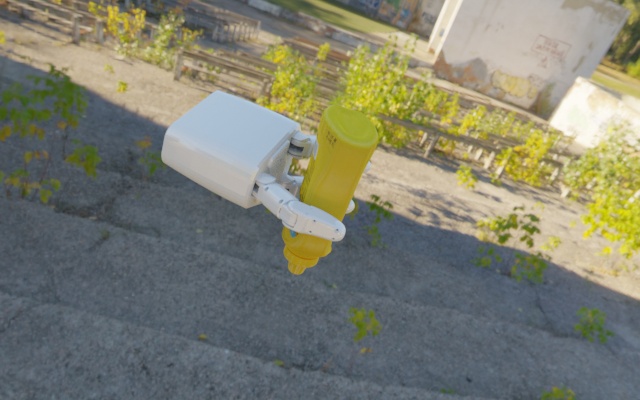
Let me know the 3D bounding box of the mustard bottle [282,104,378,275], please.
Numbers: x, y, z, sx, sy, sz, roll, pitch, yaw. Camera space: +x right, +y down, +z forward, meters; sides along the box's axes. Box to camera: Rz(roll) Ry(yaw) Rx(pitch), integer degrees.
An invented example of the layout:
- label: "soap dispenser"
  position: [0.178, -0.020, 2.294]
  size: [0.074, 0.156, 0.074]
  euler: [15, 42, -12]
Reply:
- label: "mustard bottle"
  position: [0.000, 0.002, 0.509]
  size: [0.058, 0.192, 0.096]
  euler: [14, 29, -12]
